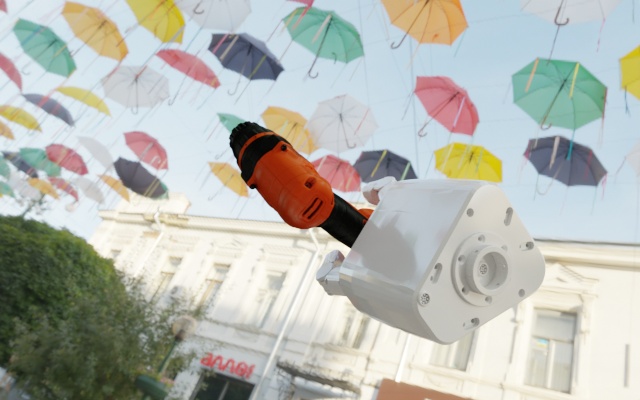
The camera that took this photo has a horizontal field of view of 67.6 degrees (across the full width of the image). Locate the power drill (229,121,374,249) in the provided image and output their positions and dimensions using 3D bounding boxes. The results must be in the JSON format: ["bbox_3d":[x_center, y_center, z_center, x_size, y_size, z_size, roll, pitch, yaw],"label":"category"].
[{"bbox_3d":[0.001,0.002,0.469,0.188,0.057,0.184,34,8,-35],"label":"power drill"}]
